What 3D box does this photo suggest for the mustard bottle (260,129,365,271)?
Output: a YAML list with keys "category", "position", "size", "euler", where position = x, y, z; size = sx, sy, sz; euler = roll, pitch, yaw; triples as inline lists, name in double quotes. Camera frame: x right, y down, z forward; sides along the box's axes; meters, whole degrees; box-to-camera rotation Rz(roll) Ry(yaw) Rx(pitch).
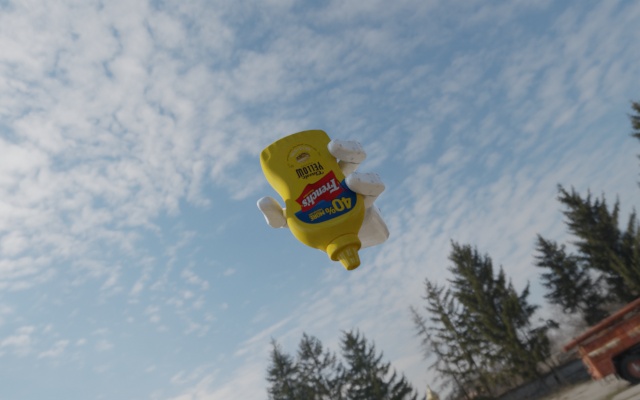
- category: "mustard bottle"
  position: [0.000, 0.002, 0.590]
  size: [0.096, 0.191, 0.058]
  euler: [-20, -30, -13]
